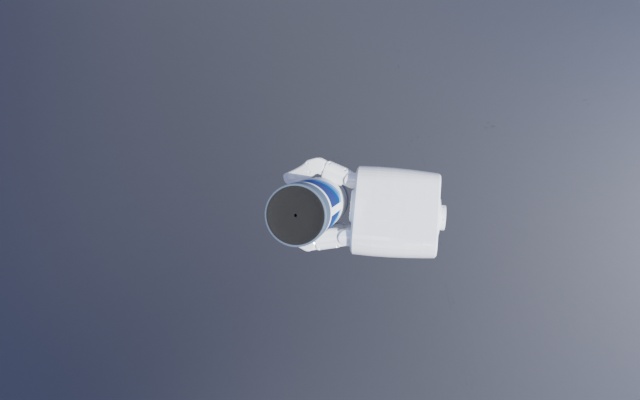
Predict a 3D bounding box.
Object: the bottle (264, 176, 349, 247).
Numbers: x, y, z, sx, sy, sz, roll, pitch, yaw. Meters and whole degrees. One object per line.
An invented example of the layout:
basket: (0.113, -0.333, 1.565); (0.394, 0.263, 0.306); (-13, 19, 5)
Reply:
bottle: (0.000, 0.002, 0.634); (0.069, 0.069, 0.295); (0, 5, 10)
